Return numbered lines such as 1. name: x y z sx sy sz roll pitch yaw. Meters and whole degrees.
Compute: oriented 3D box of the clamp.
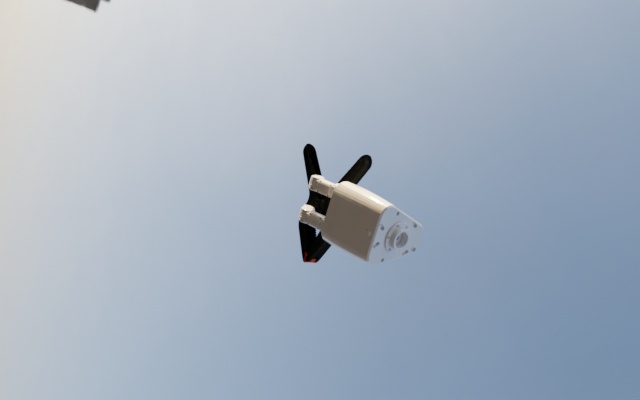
1. clamp: 0.001 0.003 0.828 0.036 0.210 0.164 10 12 -40
